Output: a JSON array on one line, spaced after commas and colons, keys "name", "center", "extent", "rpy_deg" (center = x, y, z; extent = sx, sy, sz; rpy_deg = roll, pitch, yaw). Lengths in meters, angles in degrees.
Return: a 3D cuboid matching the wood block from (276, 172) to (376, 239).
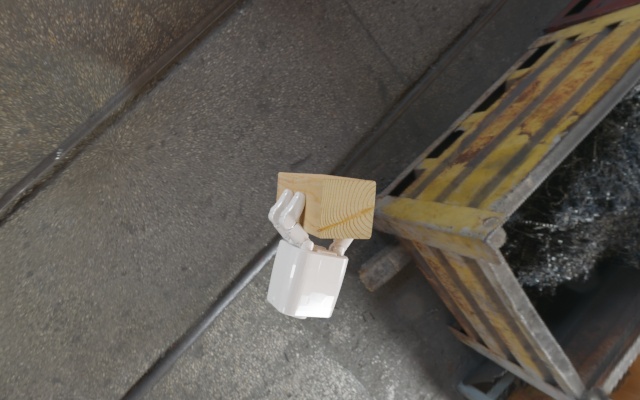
[{"name": "wood block", "center": [0.000, 0.003, 0.798], "extent": [0.091, 0.090, 0.206], "rpy_deg": [3, 5, -24]}]
